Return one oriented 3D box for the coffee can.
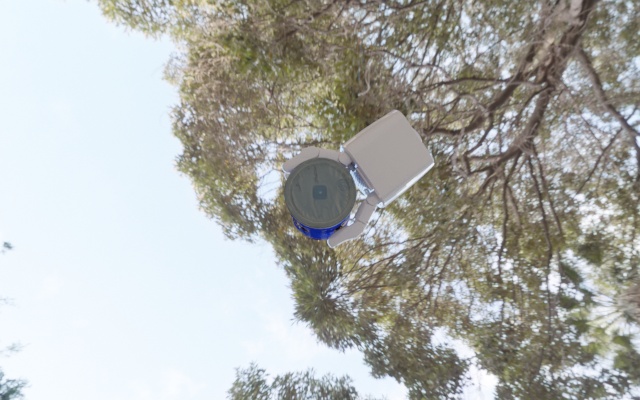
[{"bbox_3d":[0.000,0.003,0.739,0.103,0.102,0.140,0,-12,0],"label":"coffee can"}]
